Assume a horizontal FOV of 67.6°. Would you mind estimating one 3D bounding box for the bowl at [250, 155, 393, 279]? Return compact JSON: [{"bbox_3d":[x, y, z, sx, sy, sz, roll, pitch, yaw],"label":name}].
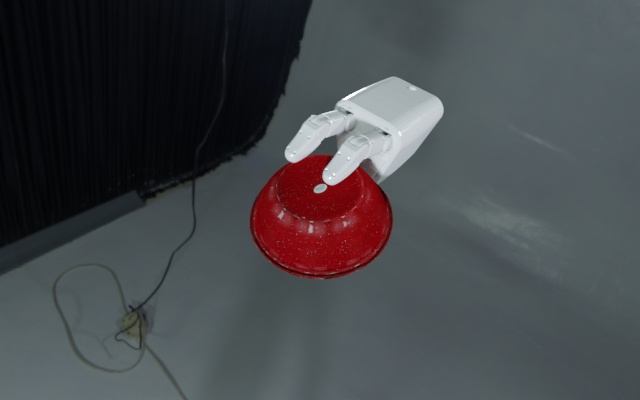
[{"bbox_3d":[-0.001,0.002,0.517,0.162,0.162,0.055,0,-38,2],"label":"bowl"}]
